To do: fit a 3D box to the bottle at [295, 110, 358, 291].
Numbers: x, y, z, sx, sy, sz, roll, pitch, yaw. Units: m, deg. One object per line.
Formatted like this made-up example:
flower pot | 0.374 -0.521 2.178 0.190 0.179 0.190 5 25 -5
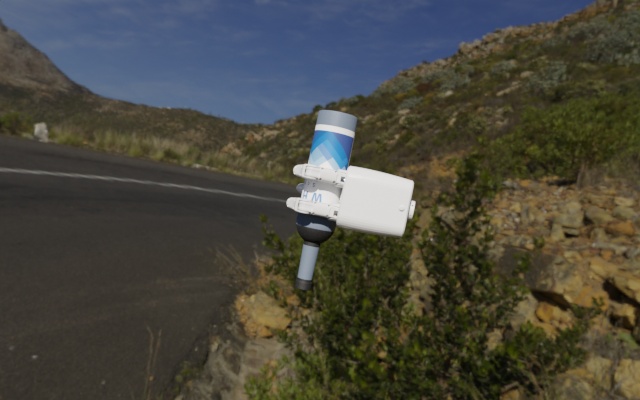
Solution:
bottle | 0.000 0.002 0.794 0.069 0.295 0.069 12 1 0
